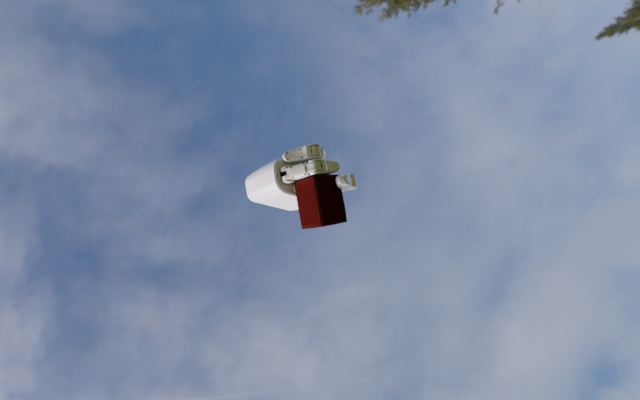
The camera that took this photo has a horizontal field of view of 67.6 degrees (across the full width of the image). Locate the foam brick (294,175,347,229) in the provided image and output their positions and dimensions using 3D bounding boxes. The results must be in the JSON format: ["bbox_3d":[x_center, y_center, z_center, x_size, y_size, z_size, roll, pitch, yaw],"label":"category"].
[{"bbox_3d":[0.000,0.003,0.737,0.053,0.078,0.051,-5,-8,-41],"label":"foam brick"}]
